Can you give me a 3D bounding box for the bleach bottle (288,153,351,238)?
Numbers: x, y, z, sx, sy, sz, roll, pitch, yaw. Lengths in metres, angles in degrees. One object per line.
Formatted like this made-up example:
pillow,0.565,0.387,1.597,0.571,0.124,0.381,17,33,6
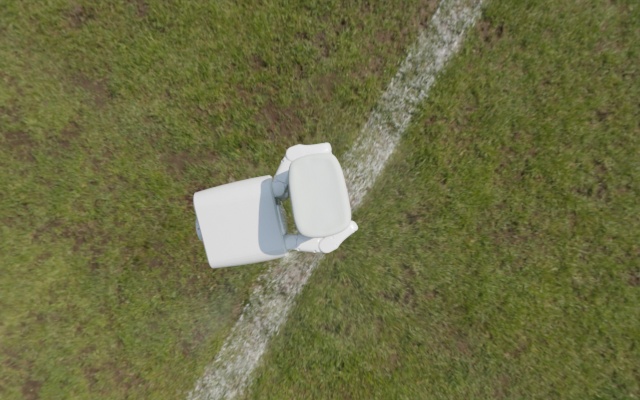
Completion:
bleach bottle,0.000,0.002,0.674,0.068,0.102,0.251,-10,-5,0
